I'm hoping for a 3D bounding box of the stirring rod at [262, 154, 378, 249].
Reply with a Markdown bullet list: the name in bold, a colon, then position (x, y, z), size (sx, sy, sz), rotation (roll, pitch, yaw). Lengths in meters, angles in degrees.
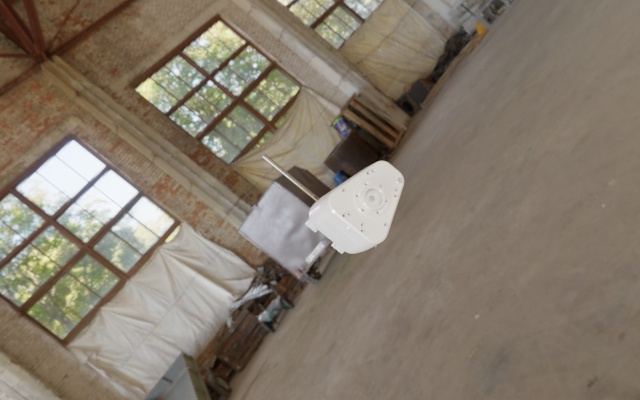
- **stirring rod**: position (0.000, 0.003, 0.790), size (0.239, 0.011, 0.011), rotation (39, -3, -3)
